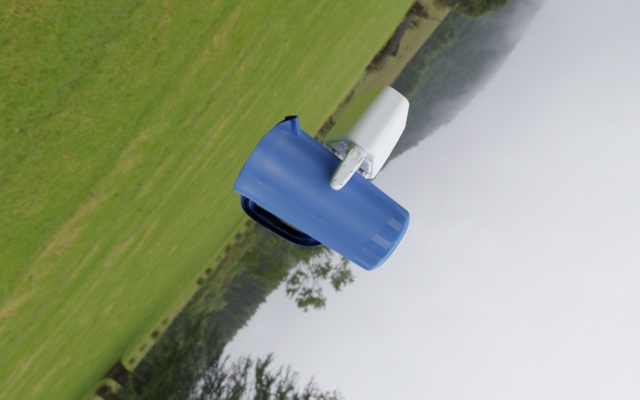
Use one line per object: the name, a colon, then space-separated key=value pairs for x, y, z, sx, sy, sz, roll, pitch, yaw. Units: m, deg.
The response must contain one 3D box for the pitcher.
pitcher: x=0.000 y=0.002 z=0.708 sx=0.243 sy=0.145 sz=0.149 roll=35 pitch=-12 yaw=-1
